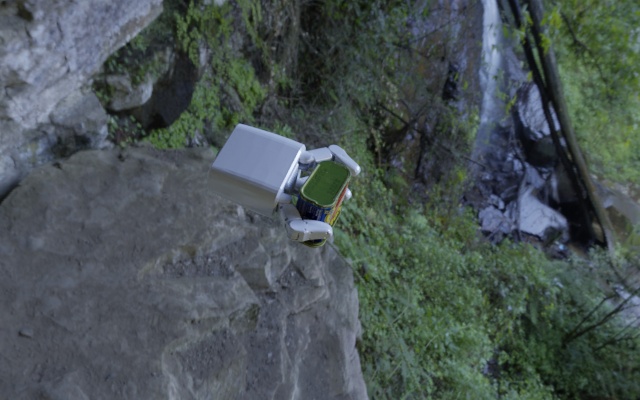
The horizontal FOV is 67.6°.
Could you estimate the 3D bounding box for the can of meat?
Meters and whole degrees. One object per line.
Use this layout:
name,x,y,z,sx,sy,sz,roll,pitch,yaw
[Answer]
can of meat,0.000,0.002,0.685,0.057,0.084,0.102,23,44,9
